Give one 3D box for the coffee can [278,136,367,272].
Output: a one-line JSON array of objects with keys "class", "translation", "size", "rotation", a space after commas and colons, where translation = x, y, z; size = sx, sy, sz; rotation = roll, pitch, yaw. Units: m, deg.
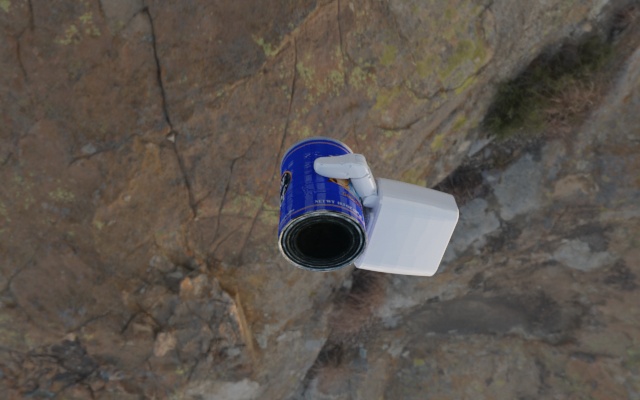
[{"class": "coffee can", "translation": [0.000, 0.002, 0.594], "size": [0.103, 0.103, 0.140], "rotation": [0, 43, -3]}]
